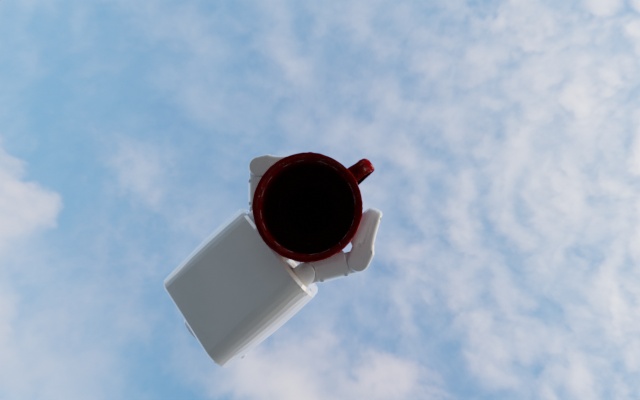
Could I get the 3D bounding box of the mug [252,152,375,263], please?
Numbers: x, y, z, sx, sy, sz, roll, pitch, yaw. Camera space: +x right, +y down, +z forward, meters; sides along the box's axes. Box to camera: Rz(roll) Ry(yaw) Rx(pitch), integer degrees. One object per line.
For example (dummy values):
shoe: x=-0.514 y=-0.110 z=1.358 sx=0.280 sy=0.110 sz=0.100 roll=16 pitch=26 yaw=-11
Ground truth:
mug: x=0.001 y=0.000 z=0.440 sx=0.117 sy=0.093 sz=0.081 roll=-40 pitch=-6 yaw=-1
